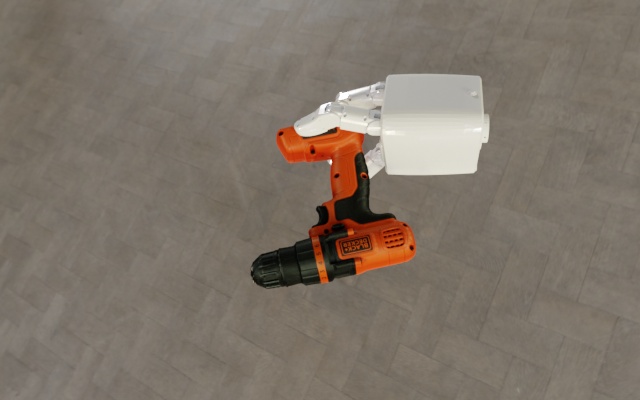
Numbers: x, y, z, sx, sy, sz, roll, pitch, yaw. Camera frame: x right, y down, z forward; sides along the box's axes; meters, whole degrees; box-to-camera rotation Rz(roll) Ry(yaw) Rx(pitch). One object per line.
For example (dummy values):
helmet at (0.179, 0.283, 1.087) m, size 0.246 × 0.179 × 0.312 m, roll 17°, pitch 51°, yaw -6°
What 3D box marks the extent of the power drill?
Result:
power drill at (0.000, 0.001, 0.554) m, size 0.184 × 0.187 × 0.057 m, roll -11°, pitch -21°, yaw -2°
